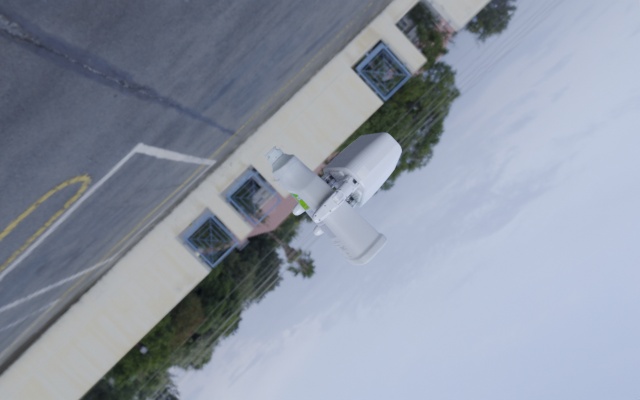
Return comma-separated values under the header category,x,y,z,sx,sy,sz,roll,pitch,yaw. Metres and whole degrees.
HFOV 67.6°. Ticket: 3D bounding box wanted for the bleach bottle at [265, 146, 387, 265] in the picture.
category,x,y,z,sx,sy,sz,roll,pitch,yaw
bleach bottle,0.000,0.003,0.837,0.068,0.251,0.102,-45,4,-16
